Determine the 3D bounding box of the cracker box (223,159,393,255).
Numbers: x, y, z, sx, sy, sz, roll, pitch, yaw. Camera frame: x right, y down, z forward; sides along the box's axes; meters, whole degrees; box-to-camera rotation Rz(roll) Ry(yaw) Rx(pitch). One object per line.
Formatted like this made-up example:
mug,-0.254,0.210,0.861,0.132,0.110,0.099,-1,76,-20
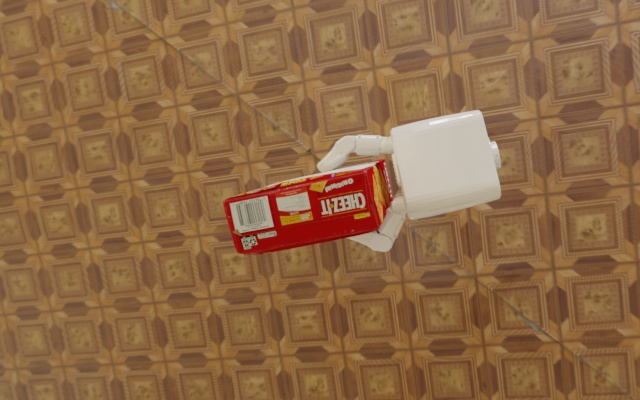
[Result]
cracker box,0.000,0.002,0.601,0.164,0.072,0.213,-12,5,14
